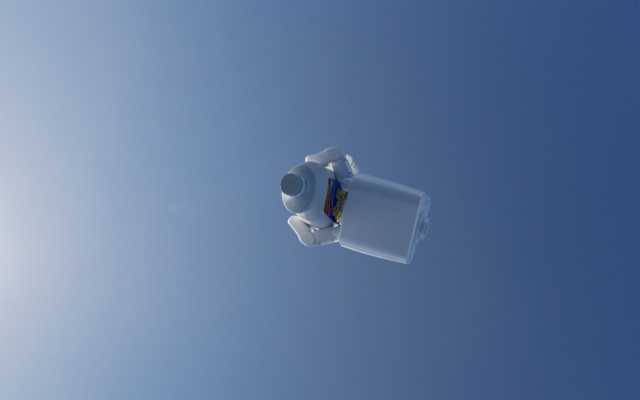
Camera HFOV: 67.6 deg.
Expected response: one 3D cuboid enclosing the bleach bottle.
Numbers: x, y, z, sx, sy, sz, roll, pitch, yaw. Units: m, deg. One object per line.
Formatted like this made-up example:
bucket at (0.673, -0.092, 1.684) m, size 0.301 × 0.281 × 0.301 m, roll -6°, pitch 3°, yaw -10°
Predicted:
bleach bottle at (0.000, 0.002, 0.729) m, size 0.068 × 0.102 × 0.251 m, roll 16°, pitch -1°, yaw 21°
